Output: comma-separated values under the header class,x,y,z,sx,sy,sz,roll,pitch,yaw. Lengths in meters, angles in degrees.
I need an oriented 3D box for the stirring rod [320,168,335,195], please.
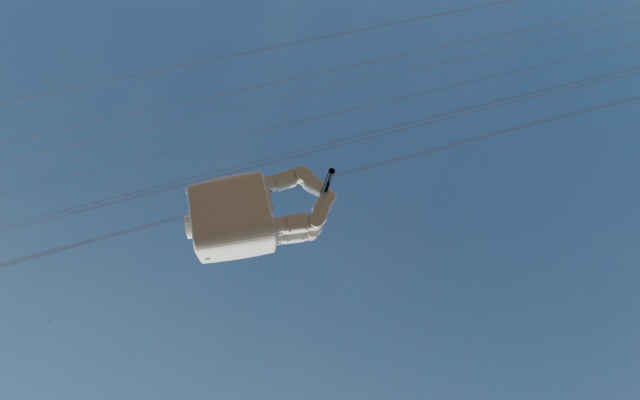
class,x,y,z,sx,sy,sz,roll,pitch,yaw
stirring rod,0.000,0.002,0.700,0.011,0.011,0.240,0,-19,-7
